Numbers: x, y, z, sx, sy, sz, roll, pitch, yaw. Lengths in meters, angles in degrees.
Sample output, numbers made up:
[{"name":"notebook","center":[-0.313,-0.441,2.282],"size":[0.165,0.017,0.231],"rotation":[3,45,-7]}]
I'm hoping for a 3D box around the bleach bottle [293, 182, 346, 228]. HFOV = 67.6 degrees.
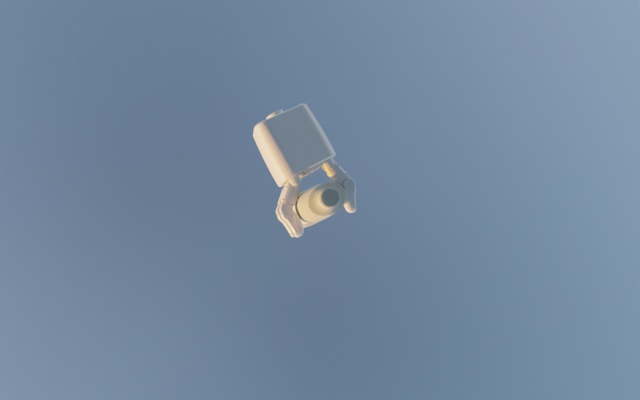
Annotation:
[{"name":"bleach bottle","center":[0.000,0.003,0.835],"size":[0.102,0.068,0.251],"rotation":[-29,0,-11]}]
